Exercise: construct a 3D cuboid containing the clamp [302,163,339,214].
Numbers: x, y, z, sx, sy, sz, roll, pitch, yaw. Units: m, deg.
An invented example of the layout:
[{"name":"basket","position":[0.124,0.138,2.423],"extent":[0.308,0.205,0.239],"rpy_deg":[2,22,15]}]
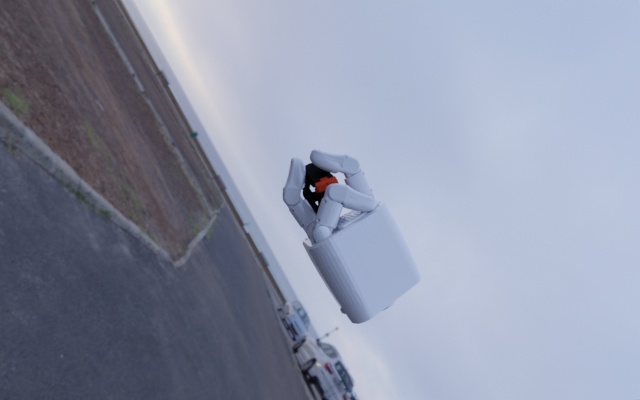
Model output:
[{"name":"clamp","position":[0.001,0.002,0.642],"extent":[0.039,0.120,0.171],"rpy_deg":[-29,5,-7]}]
